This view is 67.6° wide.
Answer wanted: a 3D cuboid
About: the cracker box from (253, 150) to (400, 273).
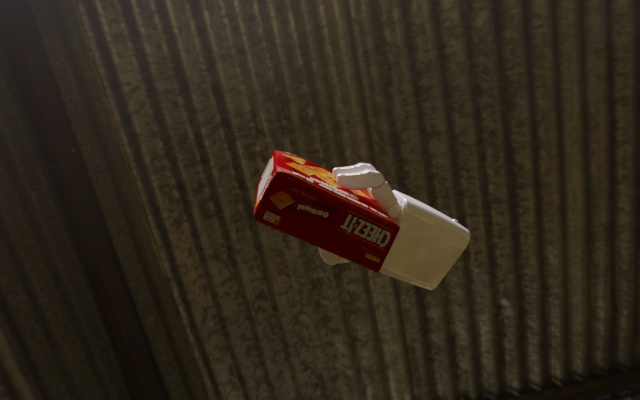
[{"bbox_3d":[0.000,0.002,0.646,0.164,0.072,0.213,24,9,-10],"label":"cracker box"}]
